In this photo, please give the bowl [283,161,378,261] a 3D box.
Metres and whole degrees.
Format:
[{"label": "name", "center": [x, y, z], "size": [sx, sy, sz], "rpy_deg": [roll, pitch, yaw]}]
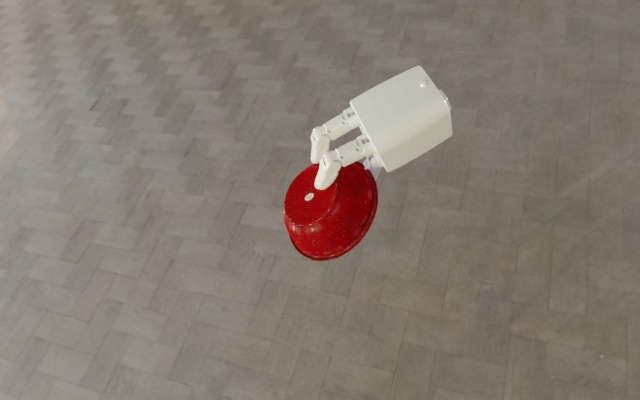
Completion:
[{"label": "bowl", "center": [-0.001, 0.003, 0.687], "size": [0.162, 0.162, 0.055], "rpy_deg": [0, -22, 39]}]
